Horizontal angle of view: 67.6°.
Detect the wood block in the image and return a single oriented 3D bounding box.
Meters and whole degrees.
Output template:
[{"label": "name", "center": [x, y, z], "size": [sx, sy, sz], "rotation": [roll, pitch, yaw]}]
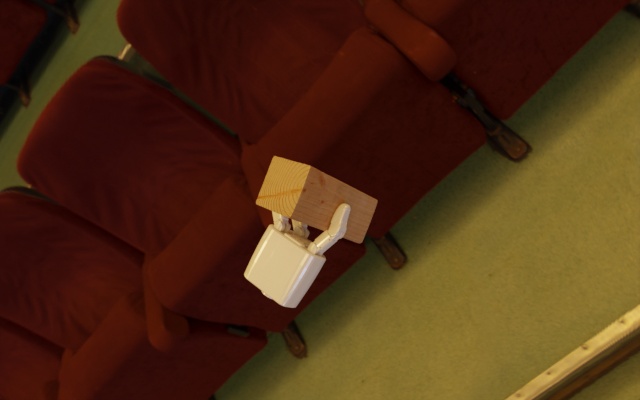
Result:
[{"label": "wood block", "center": [0.000, 0.003, 0.846], "size": [0.091, 0.090, 0.206], "rotation": [20, -2, 41]}]
